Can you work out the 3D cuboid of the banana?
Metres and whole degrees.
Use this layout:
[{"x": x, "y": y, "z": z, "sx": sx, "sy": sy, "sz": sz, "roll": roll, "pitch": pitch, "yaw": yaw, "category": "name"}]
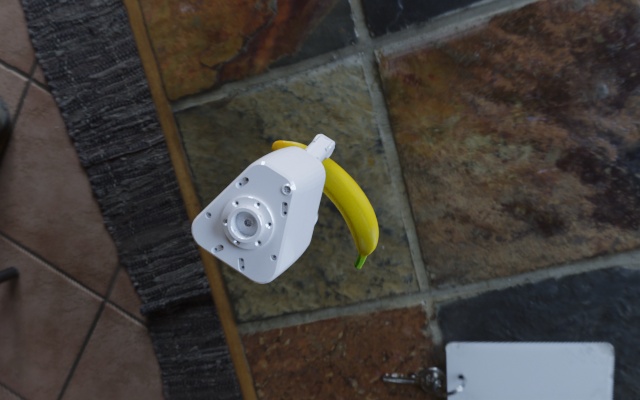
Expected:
[{"x": 0.017, "y": -0.005, "z": 0.598, "sx": 0.069, "sy": 0.198, "sz": 0.037, "roll": -33, "pitch": 5, "yaw": 20, "category": "banana"}]
